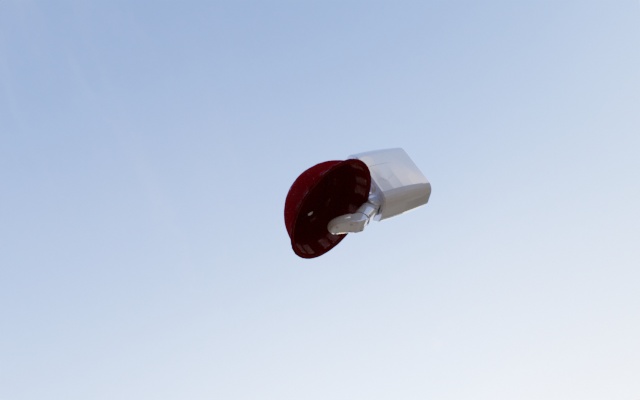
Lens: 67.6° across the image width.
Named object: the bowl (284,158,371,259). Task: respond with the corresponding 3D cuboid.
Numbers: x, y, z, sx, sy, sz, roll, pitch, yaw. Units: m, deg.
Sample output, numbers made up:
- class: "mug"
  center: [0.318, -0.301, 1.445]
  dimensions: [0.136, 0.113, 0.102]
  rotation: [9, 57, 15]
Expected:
- class: "bowl"
  center: [-0.001, 0.002, 0.683]
  dimensions: [0.055, 0.162, 0.162]
  rotation: [34, 19, 31]
